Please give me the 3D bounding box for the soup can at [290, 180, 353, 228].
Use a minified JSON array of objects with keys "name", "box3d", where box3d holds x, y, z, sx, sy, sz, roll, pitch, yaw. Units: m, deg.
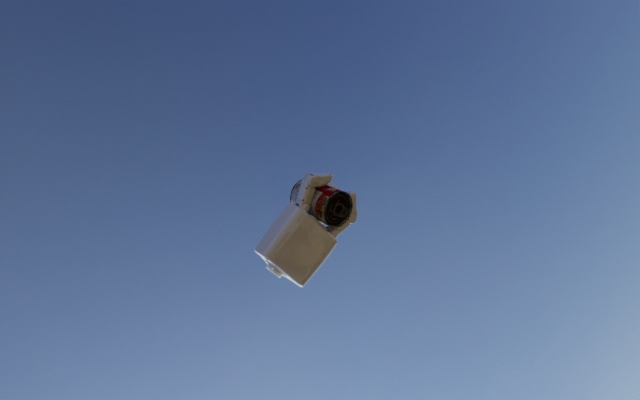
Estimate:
[{"name":"soup can","box3d":[0.000,0.002,0.878,0.068,0.068,0.102,0,16,-42]}]
